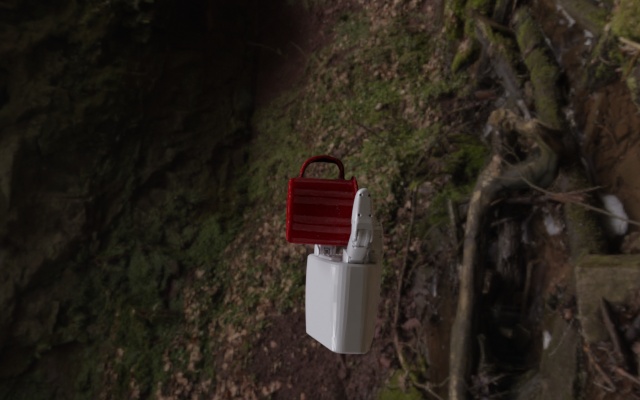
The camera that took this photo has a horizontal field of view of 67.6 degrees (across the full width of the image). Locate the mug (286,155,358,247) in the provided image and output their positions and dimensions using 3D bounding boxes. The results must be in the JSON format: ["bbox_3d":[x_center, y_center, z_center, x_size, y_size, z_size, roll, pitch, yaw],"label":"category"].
[{"bbox_3d":[0.000,0.000,0.591,0.081,0.117,0.093,3,-1,-5],"label":"mug"}]
